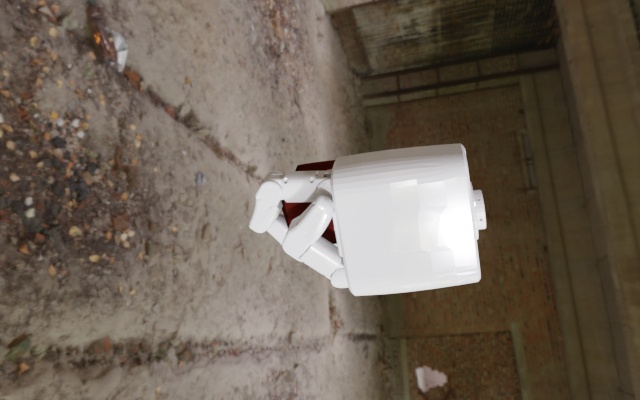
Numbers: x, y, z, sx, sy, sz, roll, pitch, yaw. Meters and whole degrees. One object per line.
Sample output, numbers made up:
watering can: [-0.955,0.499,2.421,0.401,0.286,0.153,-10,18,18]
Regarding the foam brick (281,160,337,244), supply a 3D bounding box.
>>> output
foam brick: [0.000,0.001,0.457,0.051,0.053,0.078,-8,28,15]
